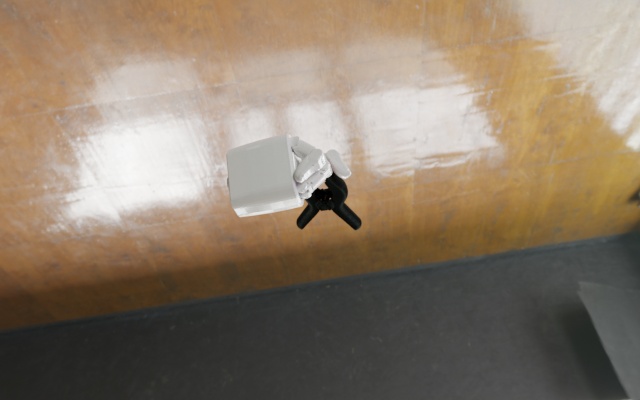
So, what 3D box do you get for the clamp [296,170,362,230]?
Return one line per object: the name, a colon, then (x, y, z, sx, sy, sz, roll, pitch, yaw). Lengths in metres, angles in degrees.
clamp: (0.000, 0.003, 0.835, 0.120, 0.039, 0.172, -10, -41, 10)
